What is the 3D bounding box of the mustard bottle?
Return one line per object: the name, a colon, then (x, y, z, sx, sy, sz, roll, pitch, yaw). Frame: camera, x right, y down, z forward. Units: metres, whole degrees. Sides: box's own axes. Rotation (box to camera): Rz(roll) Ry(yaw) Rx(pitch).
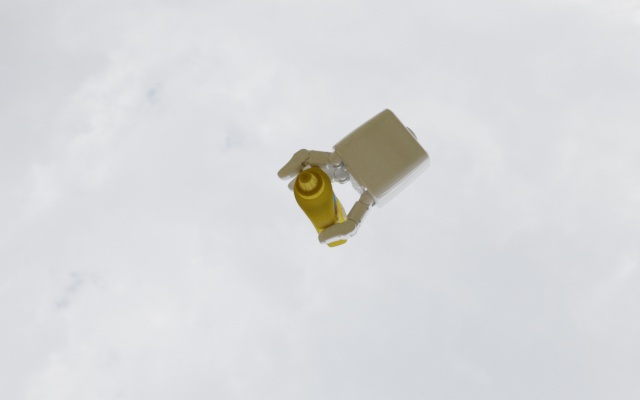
mustard bottle: (0.000, 0.003, 0.735, 0.058, 0.096, 0.192, -17, -24, 6)
